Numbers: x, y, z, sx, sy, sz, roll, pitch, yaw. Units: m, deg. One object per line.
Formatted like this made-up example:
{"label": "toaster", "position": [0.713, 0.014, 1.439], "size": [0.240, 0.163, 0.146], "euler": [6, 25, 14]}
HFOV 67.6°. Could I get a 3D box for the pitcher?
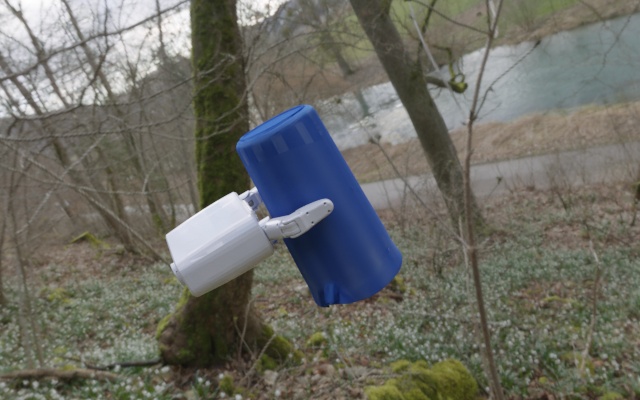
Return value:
{"label": "pitcher", "position": [0.000, 0.002, 0.621], "size": [0.145, 0.243, 0.149], "euler": [-32, 17, -11]}
